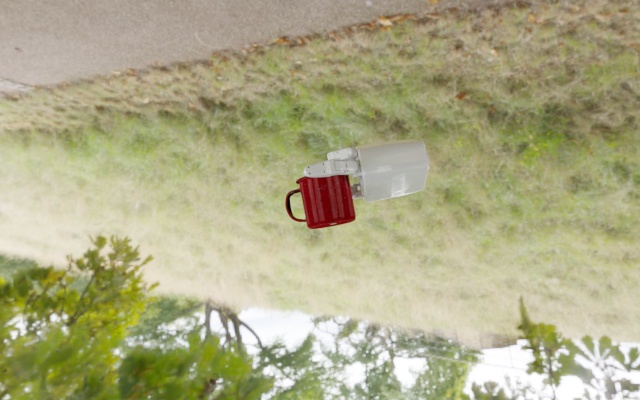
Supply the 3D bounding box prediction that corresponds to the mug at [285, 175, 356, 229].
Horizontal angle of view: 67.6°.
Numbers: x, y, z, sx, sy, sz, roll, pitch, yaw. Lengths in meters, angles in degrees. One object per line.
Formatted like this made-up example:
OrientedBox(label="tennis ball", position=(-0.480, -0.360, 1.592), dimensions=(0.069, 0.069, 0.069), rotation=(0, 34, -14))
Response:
OrientedBox(label="mug", position=(-0.001, 0.003, 0.781), dimensions=(0.117, 0.081, 0.093), rotation=(-10, -7, 3))
